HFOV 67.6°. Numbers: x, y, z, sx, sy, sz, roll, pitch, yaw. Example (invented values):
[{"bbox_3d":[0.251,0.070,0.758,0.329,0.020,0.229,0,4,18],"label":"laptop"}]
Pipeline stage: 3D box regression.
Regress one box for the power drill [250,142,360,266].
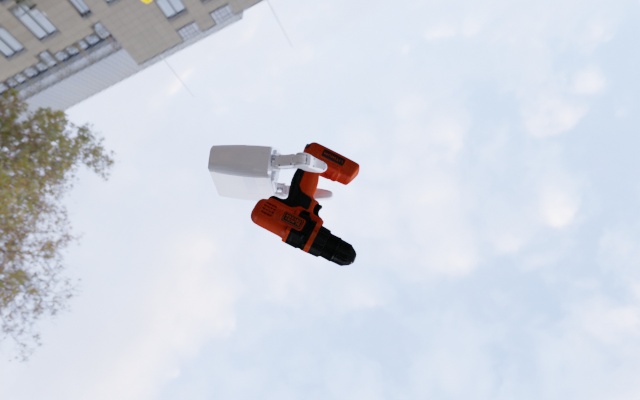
[{"bbox_3d":[0.000,0.002,0.806,0.184,0.187,0.057,28,-33,-1],"label":"power drill"}]
